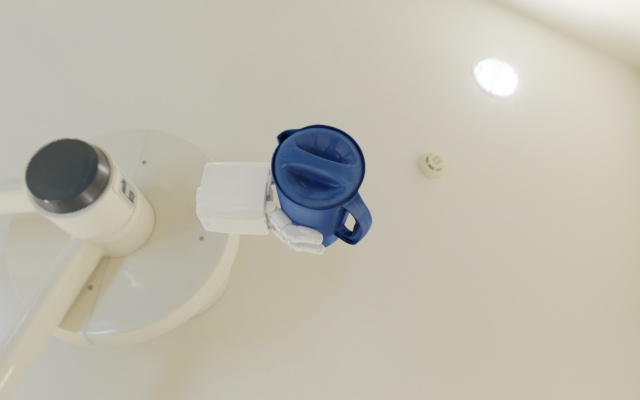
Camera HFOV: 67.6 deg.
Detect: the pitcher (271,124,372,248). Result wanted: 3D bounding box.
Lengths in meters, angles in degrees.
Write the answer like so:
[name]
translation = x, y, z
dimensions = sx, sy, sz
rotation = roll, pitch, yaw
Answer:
[pitcher]
translation = 0.000, 0.002, 0.768
dimensions = 0.145, 0.149, 0.243
rotation = 2, -23, -1
